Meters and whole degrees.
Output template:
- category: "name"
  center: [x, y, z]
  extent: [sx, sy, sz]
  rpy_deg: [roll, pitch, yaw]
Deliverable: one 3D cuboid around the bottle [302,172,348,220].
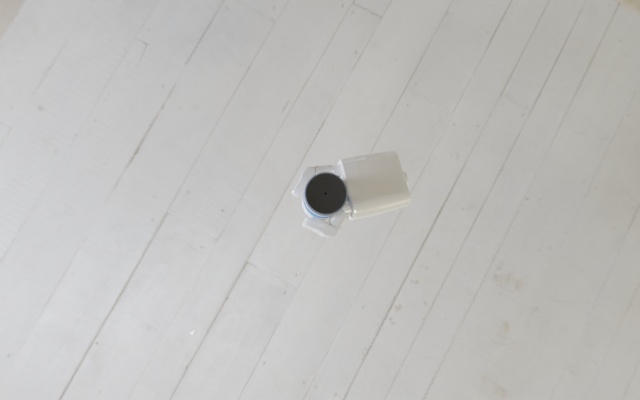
- category: "bottle"
  center: [0.000, 0.003, 0.870]
  extent: [0.069, 0.069, 0.296]
  rpy_deg: [0, -5, -3]
